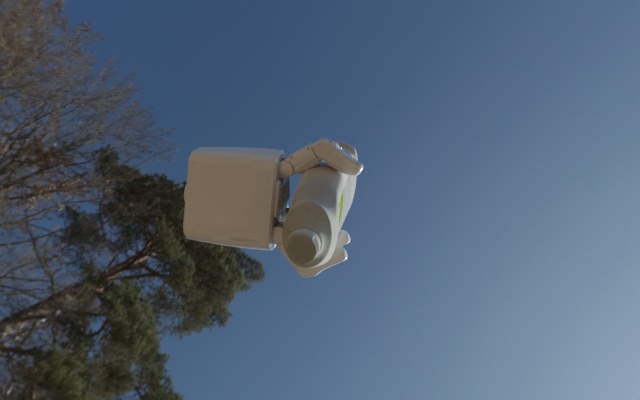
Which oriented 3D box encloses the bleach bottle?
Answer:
[{"bbox_3d":[0.000,0.002,0.549,0.068,0.102,0.250,5,17,7],"label":"bleach bottle"}]
